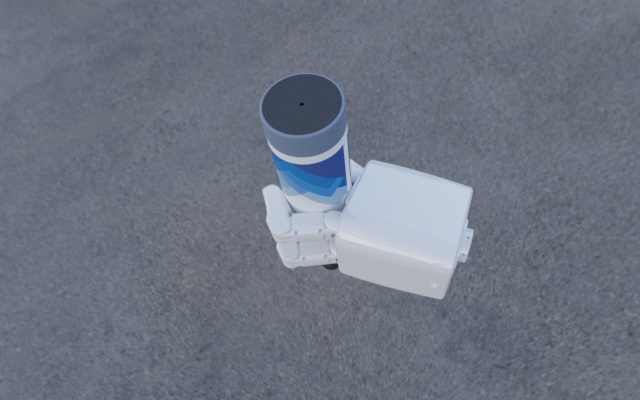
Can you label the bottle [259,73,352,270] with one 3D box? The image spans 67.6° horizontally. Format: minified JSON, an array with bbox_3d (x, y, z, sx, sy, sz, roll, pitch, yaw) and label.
[{"bbox_3d":[0.000,0.001,0.489,0.069,0.069,0.296,0,-31,7],"label":"bottle"}]
